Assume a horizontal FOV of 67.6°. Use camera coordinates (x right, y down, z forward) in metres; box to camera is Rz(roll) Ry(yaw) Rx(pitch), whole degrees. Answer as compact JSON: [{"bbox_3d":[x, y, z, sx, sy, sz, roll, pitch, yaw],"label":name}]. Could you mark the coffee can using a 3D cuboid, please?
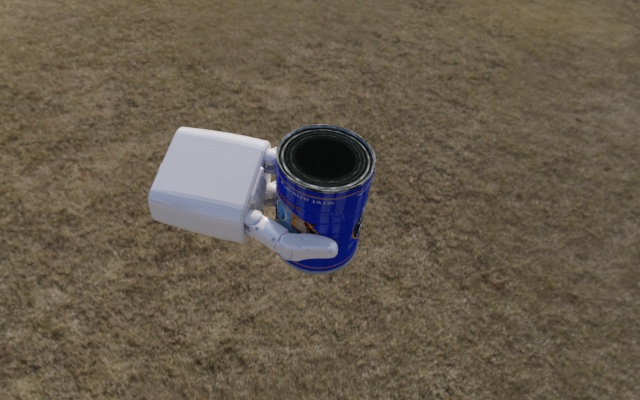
[{"bbox_3d":[0.000,0.002,0.535,0.103,0.102,0.140,0,-43,-6],"label":"coffee can"}]
